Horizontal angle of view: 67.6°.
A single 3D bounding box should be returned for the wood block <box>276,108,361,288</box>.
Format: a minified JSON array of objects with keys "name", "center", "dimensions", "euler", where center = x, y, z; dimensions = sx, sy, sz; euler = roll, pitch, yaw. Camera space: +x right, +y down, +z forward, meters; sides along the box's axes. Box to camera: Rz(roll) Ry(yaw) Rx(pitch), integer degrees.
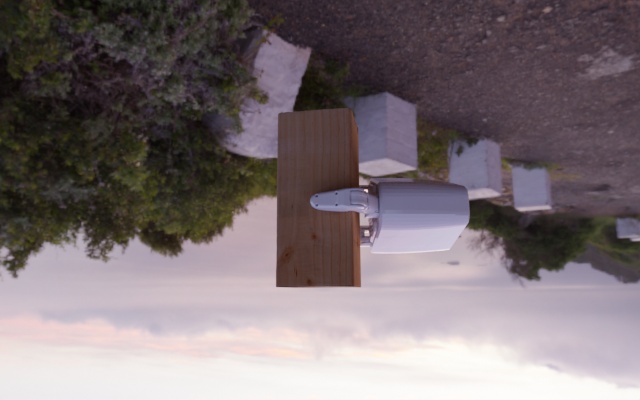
[{"name":"wood block","center":[0.000,0.002,0.585],"dimensions":[0.090,0.206,0.091],"euler":[-2,-11,10]}]
